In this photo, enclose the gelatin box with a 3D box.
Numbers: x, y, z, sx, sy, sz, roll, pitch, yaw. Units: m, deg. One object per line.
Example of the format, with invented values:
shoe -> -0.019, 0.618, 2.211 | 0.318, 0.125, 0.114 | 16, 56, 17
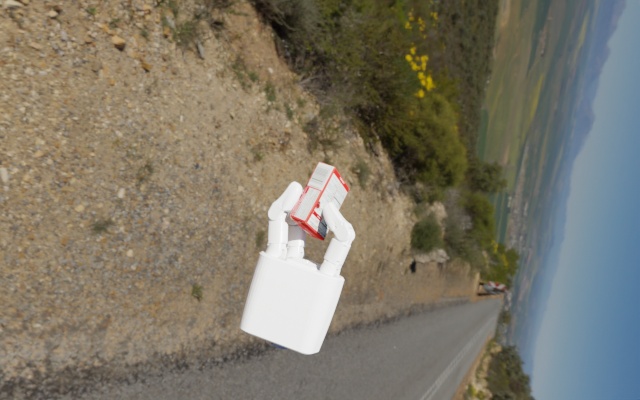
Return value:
gelatin box -> 0.001, 0.002, 0.661 | 0.030, 0.089, 0.073 | 22, -13, 27
